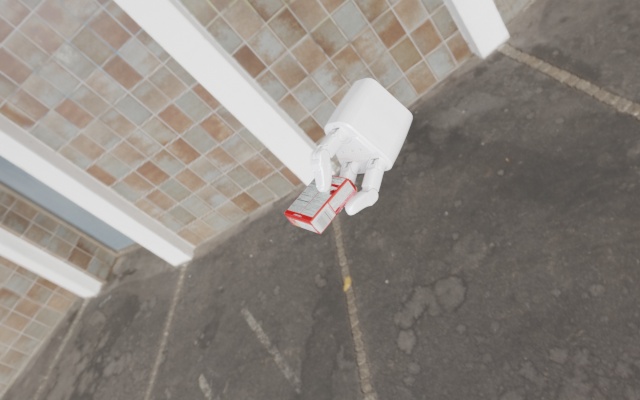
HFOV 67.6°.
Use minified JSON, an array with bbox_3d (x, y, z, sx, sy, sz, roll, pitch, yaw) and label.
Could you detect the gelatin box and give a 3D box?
[{"bbox_3d":[0.000,0.002,0.697,0.073,0.089,0.030,14,-32,54],"label":"gelatin box"}]
